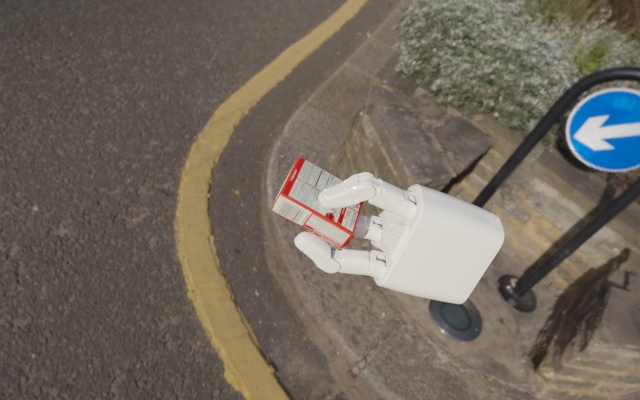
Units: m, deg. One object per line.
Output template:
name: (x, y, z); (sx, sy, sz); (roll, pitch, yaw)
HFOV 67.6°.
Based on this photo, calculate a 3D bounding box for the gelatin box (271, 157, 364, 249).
gelatin box: (0.000, 0.001, 0.516); (0.089, 0.030, 0.073); (29, 40, -7)
